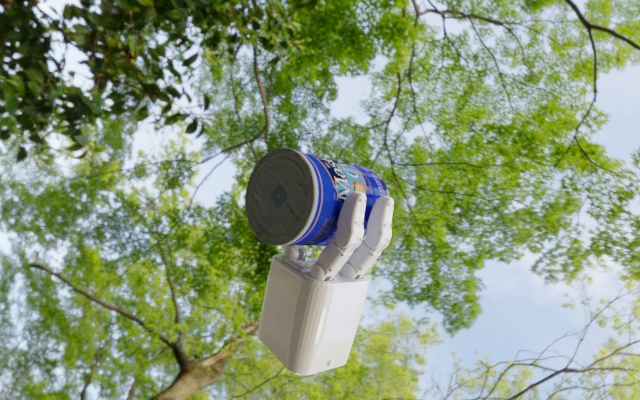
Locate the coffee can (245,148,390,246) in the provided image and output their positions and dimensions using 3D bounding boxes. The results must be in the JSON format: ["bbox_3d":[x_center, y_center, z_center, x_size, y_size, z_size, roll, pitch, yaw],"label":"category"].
[{"bbox_3d":[0.000,0.002,0.549,0.103,0.103,0.140,0,-5,41],"label":"coffee can"}]
